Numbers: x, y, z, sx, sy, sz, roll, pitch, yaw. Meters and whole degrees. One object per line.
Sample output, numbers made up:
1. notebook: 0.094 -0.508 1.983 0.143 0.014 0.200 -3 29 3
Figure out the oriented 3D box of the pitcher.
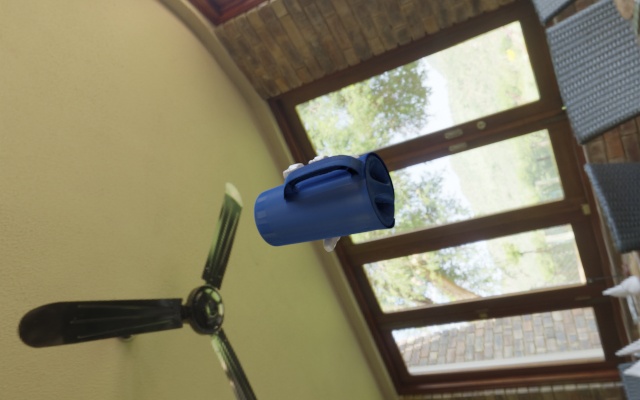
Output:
1. pitcher: 0.000 0.003 0.846 0.243 0.149 0.145 -15 8 26
